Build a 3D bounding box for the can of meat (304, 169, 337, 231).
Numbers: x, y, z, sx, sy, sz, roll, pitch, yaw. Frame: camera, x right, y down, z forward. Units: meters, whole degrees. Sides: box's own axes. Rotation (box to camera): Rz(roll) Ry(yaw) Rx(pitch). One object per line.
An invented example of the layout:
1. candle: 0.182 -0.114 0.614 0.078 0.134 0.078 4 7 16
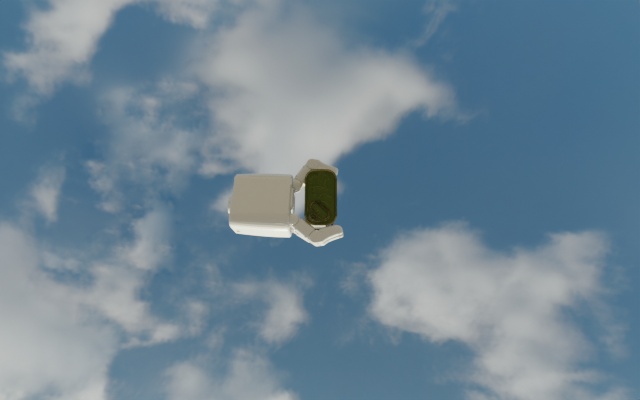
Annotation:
1. can of meat: 0.000 0.003 0.877 0.057 0.102 0.084 0 -13 -1
